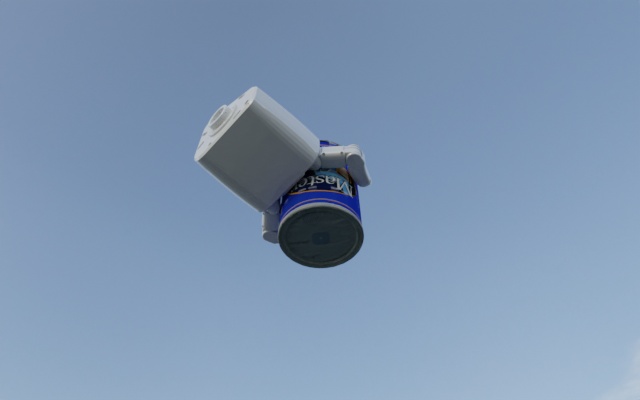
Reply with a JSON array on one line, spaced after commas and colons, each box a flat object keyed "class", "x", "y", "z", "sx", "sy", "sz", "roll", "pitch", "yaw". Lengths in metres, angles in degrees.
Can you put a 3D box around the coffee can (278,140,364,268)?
[{"class": "coffee can", "x": 0.000, "y": 0.002, "z": 0.619, "sx": 0.103, "sy": 0.103, "sz": 0.140, "roll": 0, "pitch": 39, "yaw": 0}]
